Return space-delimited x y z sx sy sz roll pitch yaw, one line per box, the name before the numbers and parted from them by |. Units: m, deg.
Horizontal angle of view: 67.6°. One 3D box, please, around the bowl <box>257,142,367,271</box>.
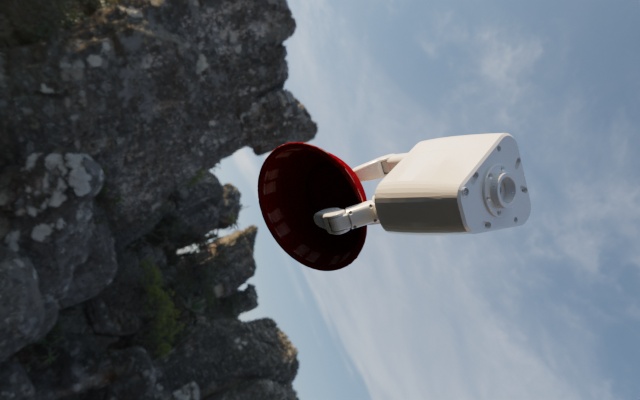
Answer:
bowl | -0.001 0.002 0.581 0.162 0.162 0.055 0 20 38
